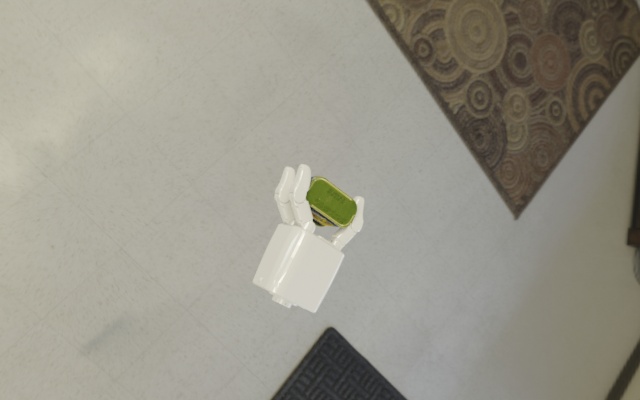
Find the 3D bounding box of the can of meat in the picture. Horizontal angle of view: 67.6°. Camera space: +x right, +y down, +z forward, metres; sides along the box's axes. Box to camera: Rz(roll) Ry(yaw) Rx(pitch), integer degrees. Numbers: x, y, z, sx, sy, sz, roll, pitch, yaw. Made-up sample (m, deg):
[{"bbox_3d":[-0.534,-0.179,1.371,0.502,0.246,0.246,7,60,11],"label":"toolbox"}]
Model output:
[{"bbox_3d":[0.000,0.003,0.782,0.102,0.057,0.084,35,-14,-22],"label":"can of meat"}]
